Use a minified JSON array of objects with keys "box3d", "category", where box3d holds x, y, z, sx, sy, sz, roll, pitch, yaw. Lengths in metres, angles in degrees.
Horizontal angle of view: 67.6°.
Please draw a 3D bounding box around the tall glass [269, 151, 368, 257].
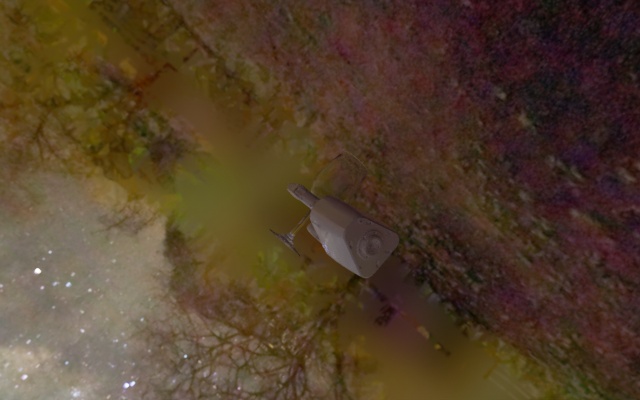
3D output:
[{"box3d":[0.000,0.003,0.872,0.079,0.201,0.079,40,-7,6],"category":"tall glass"}]
